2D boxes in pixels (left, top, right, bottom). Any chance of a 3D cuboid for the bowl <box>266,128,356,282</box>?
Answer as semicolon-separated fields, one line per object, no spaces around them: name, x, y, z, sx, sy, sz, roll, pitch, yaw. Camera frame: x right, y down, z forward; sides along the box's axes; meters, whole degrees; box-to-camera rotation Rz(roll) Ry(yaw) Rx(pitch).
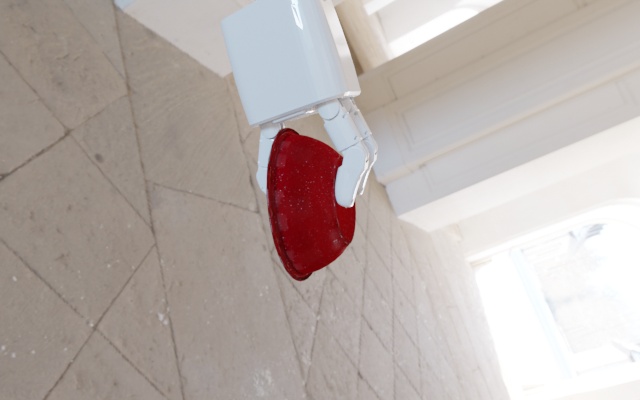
bowl;0.001;0.003;0.497;0.055;0.162;0.162;-5;-2;16
